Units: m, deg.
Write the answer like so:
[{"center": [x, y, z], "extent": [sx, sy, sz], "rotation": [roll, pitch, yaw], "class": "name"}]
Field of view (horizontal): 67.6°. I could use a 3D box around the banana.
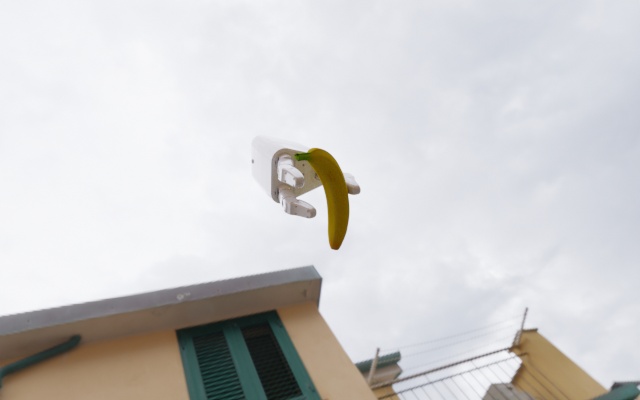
[{"center": [0.013, -0.011, 0.745], "extent": [0.069, 0.198, 0.037], "rotation": [-36, 37, -19], "class": "banana"}]
